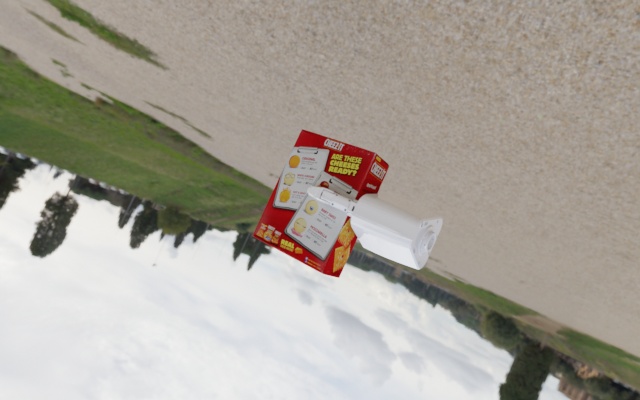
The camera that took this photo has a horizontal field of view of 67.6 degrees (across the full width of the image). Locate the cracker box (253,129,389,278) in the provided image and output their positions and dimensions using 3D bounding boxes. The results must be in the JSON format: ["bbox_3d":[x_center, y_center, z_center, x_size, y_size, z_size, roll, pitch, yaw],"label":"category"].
[{"bbox_3d":[0.000,0.003,0.832,0.164,0.213,0.072,23,-3,33],"label":"cracker box"}]
